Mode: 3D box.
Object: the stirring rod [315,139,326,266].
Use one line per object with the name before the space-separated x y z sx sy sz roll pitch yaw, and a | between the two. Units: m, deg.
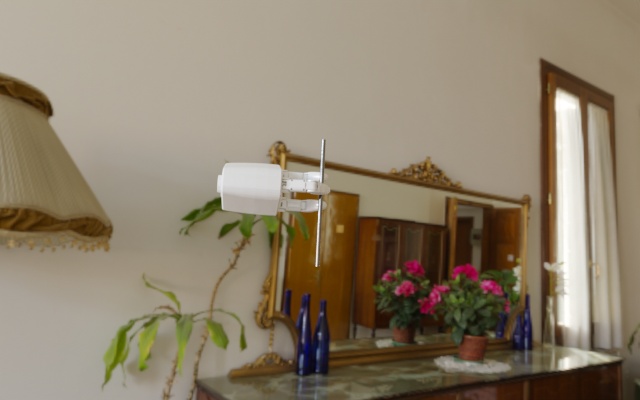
stirring rod | 0.000 0.003 0.899 0.011 0.239 0.011 3 -7 0
